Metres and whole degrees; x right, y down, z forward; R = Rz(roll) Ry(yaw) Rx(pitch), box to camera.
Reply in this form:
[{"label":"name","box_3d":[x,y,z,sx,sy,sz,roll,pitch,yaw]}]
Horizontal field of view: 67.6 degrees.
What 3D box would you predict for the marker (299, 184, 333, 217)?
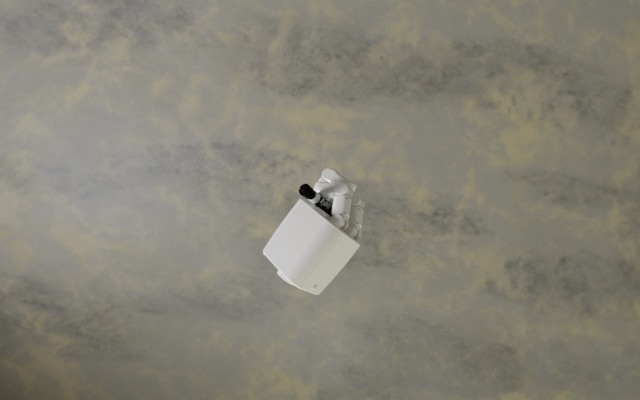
[{"label":"marker","box_3d":[0.000,0.002,0.730,0.020,0.020,0.121,0,-19,26]}]
